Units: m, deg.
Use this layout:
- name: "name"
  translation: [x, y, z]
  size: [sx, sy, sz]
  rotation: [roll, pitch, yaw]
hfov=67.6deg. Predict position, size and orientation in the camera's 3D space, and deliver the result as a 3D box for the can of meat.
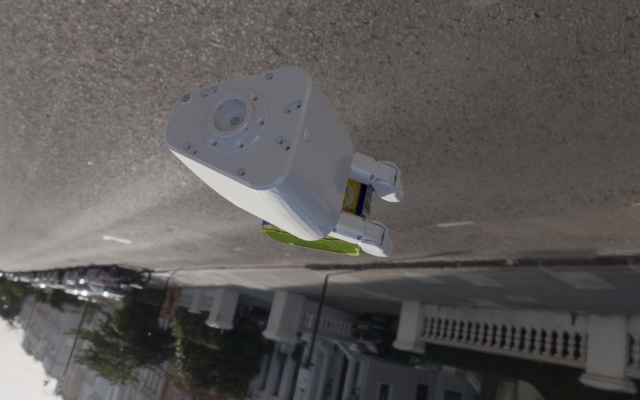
- name: "can of meat"
  translation: [0.000, 0.002, 0.457]
  size: [0.102, 0.084, 0.057]
  rotation: [8, -18, 16]
